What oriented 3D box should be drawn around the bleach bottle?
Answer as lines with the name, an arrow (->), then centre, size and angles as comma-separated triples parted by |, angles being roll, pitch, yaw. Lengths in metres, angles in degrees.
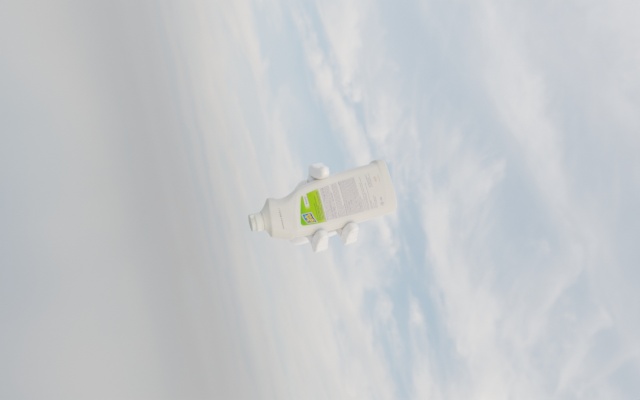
bleach bottle -> 0.000, 0.003, 0.816 | 0.251, 0.102, 0.068 | -13, -9, -17
